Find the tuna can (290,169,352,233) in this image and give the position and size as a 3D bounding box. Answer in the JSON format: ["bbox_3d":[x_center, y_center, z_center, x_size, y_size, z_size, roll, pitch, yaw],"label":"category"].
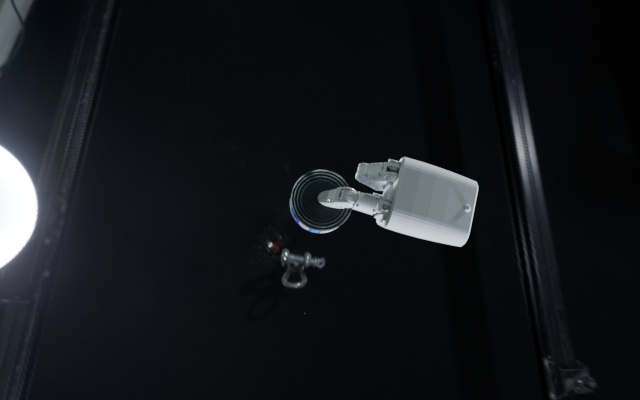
[{"bbox_3d":[0.000,0.002,0.664,0.086,0.086,0.034,0,-12,-7],"label":"tuna can"}]
